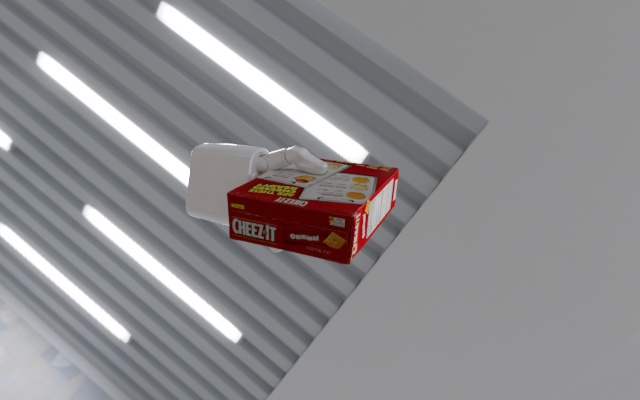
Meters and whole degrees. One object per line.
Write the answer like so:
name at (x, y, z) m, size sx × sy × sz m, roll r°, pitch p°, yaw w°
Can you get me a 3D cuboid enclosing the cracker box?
cracker box at (0.000, 0.002, 0.649) m, size 0.164 × 0.072 × 0.213 m, roll 9°, pitch 21°, yaw 20°
